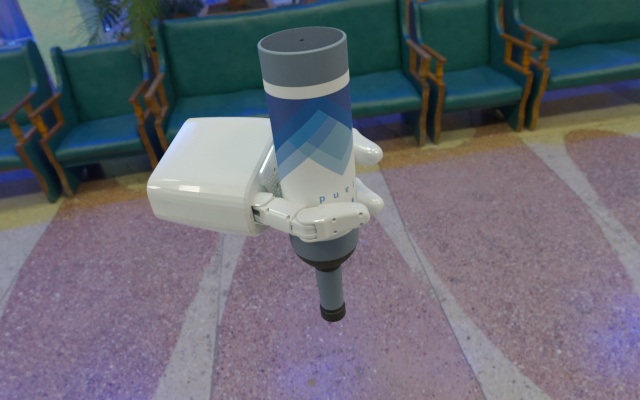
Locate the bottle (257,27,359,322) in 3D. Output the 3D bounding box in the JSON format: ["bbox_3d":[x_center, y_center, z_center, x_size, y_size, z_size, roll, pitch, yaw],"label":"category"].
[{"bbox_3d":[0.000,0.001,0.436,0.069,0.296,0.069,-4,34,3],"label":"bottle"}]
